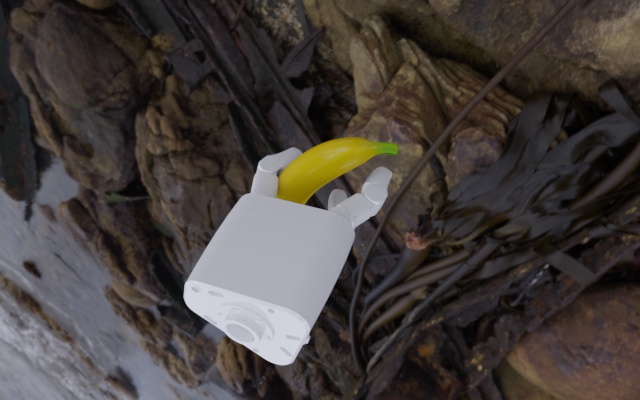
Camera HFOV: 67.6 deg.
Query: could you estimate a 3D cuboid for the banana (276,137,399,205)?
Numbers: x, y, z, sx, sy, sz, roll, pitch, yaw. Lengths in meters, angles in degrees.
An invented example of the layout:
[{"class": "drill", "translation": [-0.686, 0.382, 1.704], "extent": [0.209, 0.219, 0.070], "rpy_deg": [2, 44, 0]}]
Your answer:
[{"class": "banana", "translation": [-0.013, -0.009, 0.485], "extent": [0.070, 0.037, 0.198], "rpy_deg": [33, -46, -21]}]
